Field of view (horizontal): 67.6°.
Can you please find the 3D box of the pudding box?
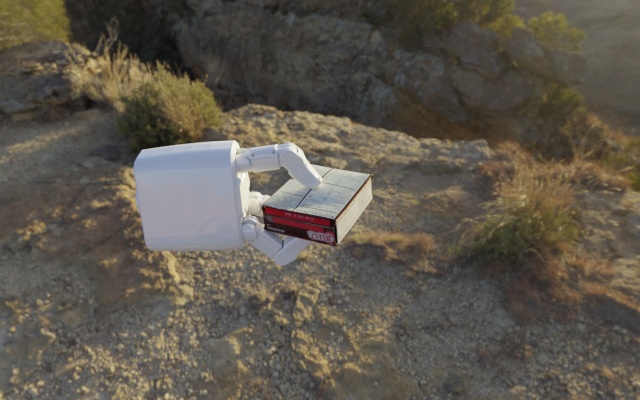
[{"bbox_3d":[0.000,0.002,0.541,0.090,0.039,0.113,12,35,23],"label":"pudding box"}]
